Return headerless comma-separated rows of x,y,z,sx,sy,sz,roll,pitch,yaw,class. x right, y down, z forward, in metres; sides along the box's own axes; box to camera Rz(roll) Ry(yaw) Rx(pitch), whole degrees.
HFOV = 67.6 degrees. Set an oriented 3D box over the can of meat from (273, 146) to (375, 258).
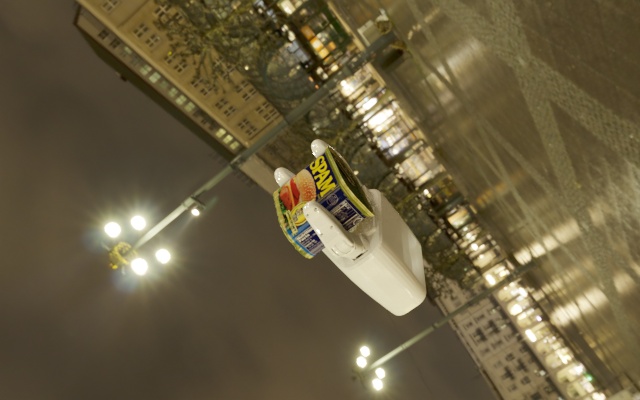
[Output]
0.000,0.002,0.518,0.057,0.084,0.102,44,14,-32,can of meat
